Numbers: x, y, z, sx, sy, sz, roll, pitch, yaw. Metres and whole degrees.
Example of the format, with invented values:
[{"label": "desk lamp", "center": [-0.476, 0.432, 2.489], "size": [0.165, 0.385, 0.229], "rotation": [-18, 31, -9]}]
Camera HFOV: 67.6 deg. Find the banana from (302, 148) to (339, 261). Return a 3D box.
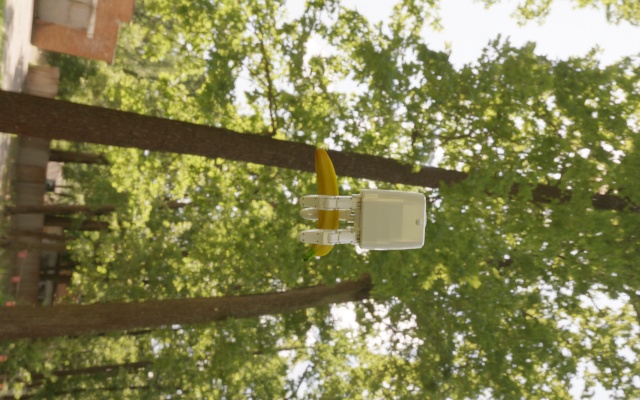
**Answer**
[{"label": "banana", "center": [0.008, 0.011, 0.822], "size": [0.037, 0.197, 0.070], "rotation": [-3, -18, 26]}]
